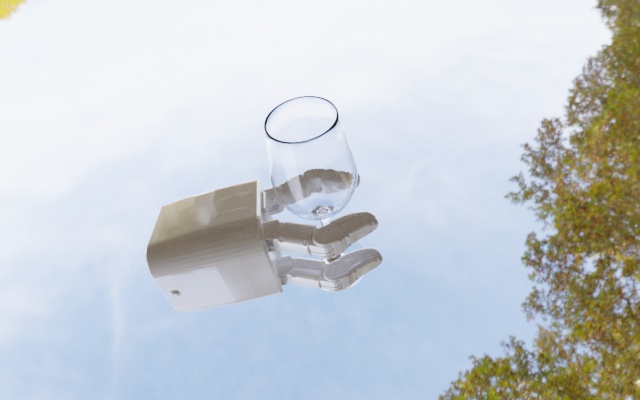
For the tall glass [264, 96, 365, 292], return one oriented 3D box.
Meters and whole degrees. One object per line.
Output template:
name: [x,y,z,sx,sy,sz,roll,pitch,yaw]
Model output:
tall glass: [0.000,0.002,0.455,0.079,0.079,0.201,0,-43,12]
